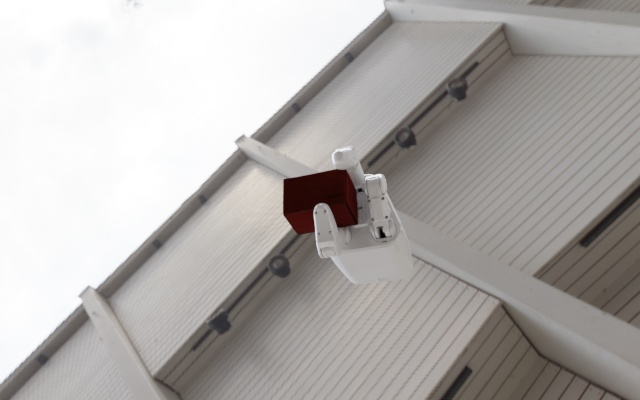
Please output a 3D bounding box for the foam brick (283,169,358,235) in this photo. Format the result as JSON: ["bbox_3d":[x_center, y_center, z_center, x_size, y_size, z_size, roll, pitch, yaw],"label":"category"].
[{"bbox_3d":[0.000,0.002,0.565,0.078,0.053,0.051,-10,-34,15],"label":"foam brick"}]
